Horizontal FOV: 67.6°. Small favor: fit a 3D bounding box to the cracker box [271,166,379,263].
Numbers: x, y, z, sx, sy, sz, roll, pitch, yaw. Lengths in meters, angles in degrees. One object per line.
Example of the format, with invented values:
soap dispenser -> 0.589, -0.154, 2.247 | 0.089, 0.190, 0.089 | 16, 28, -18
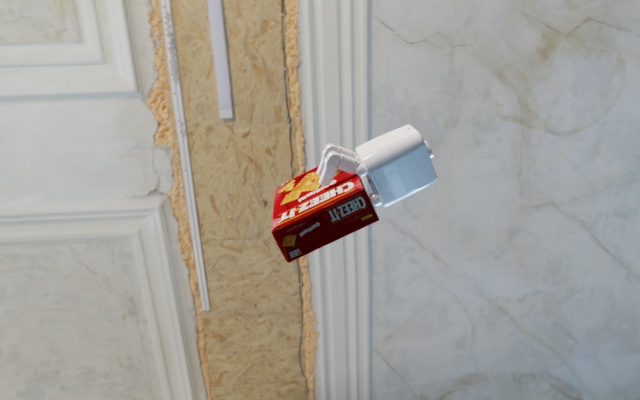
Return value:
cracker box -> 0.000, 0.003, 0.842 | 0.164, 0.072, 0.213 | -26, 19, 6
